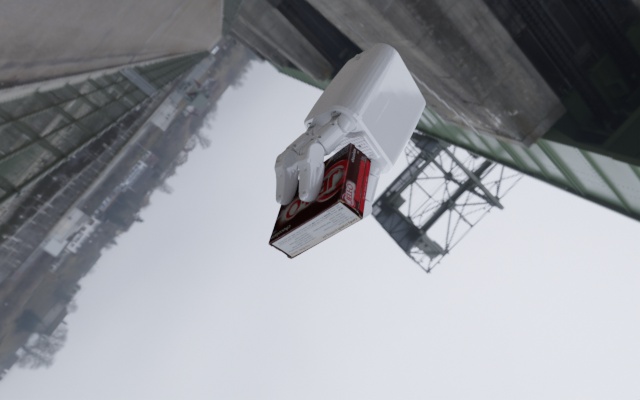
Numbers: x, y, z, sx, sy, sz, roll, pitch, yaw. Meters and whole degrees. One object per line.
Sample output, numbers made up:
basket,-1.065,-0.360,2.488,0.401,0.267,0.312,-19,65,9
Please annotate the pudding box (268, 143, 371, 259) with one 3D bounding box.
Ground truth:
pudding box,0.000,0.002,0.514,0.039,0.090,0.113,38,-50,-21
